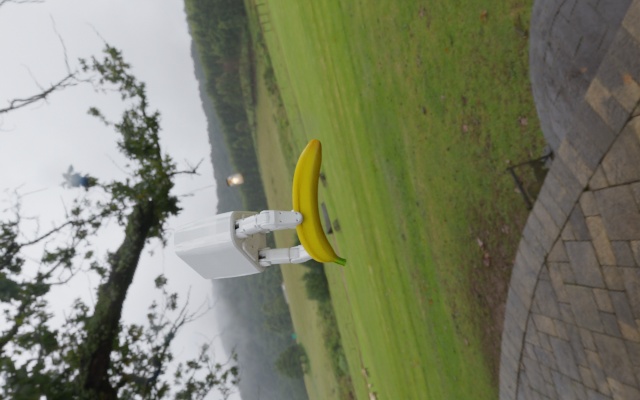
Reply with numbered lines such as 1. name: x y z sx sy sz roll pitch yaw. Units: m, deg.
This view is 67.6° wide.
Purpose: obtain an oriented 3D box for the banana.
1. banana: -0.011 0.009 0.710 0.037 0.198 0.069 -8 4 42
